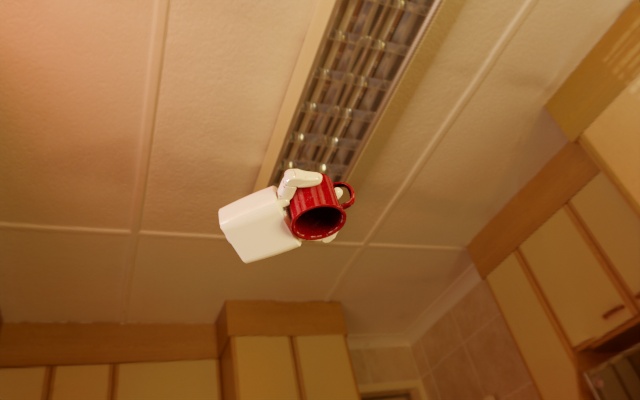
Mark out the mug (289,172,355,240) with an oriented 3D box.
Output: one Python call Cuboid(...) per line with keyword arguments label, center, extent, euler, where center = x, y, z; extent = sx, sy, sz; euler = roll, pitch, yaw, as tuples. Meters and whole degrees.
Cuboid(label="mug", center=(0.001, 0.002, 0.799), extent=(0.117, 0.081, 0.093), euler=(-21, -39, 7))
